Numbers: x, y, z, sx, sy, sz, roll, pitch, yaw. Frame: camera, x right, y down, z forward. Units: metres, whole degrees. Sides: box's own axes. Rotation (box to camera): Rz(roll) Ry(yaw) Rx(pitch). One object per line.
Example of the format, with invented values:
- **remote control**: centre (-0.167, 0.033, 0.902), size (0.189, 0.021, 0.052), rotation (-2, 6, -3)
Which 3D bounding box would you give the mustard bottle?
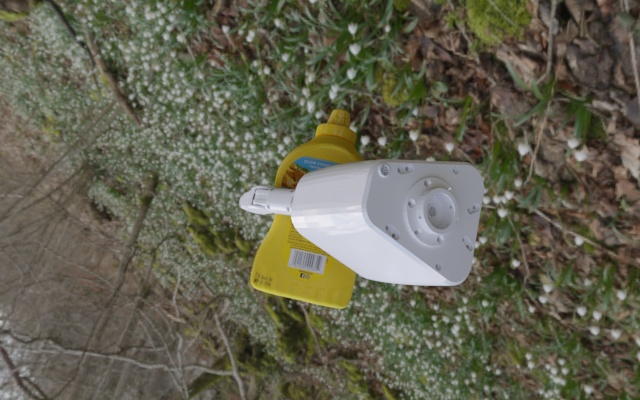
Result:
- **mustard bottle**: centre (0.000, 0.002, 0.467), size (0.096, 0.191, 0.058), rotation (13, -11, 0)
